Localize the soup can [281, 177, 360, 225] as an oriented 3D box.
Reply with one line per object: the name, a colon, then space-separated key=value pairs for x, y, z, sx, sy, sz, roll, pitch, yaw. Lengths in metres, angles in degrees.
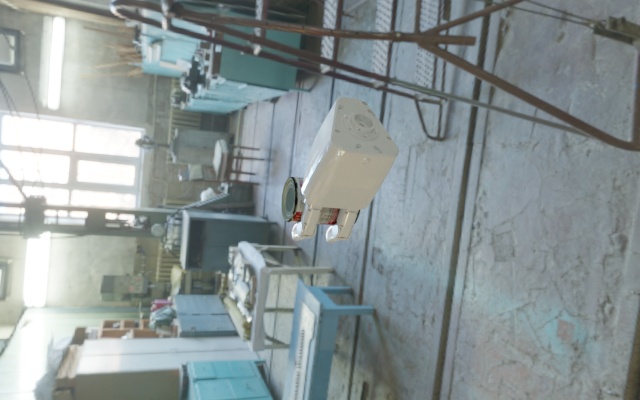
soup can: x=0.000 y=0.003 z=0.707 sx=0.102 sy=0.068 sz=0.068 roll=5 pitch=-2 yaw=-21
